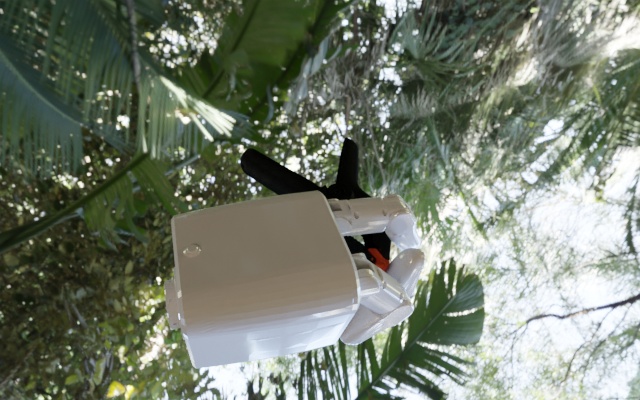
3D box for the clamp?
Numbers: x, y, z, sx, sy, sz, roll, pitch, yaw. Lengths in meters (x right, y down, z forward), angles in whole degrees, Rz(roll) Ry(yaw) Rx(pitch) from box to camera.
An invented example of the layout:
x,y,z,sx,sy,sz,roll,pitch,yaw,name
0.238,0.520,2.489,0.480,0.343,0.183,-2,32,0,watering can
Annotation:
x,y,z,sx,sy,sz,roll,pitch,yaw,name
0.000,0.002,0.416,0.120,0.039,0.171,-8,43,-15,clamp
